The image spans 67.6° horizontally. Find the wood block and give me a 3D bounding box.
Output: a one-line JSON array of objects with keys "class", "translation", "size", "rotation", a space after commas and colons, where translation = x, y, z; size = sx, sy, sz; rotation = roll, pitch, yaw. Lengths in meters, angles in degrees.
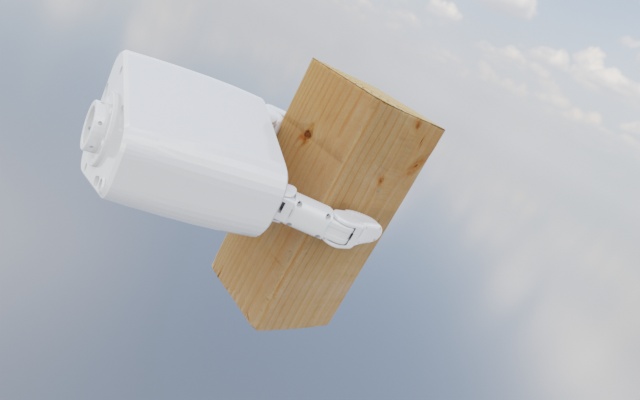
[{"class": "wood block", "translation": [0.000, 0.001, 0.410], "size": [0.090, 0.206, 0.090], "rotation": [10, 25, -45]}]
